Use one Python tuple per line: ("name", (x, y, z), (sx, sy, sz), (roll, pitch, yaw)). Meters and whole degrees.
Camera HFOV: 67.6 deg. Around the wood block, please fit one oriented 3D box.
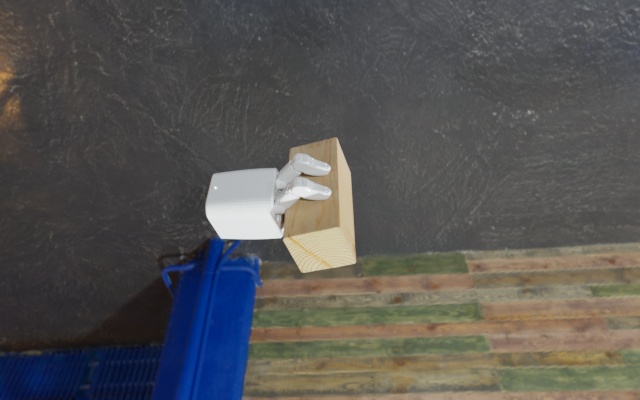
("wood block", (0.000, 0.003, 0.779), (0.090, 0.206, 0.091), (-12, -46, 13))
